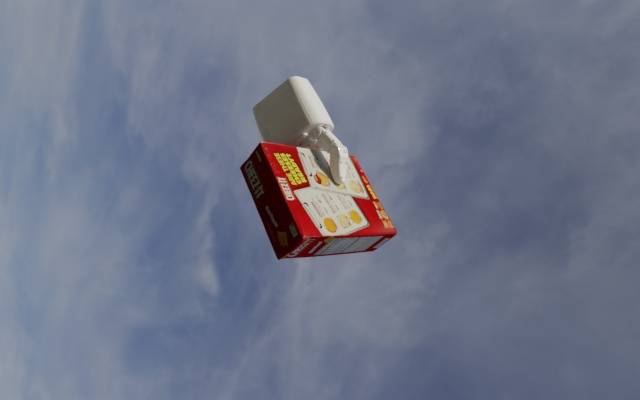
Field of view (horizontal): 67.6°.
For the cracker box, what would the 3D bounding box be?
[{"bbox_3d":[0.000,0.002,0.741,0.214,0.164,0.072,1,-36,-46],"label":"cracker box"}]
